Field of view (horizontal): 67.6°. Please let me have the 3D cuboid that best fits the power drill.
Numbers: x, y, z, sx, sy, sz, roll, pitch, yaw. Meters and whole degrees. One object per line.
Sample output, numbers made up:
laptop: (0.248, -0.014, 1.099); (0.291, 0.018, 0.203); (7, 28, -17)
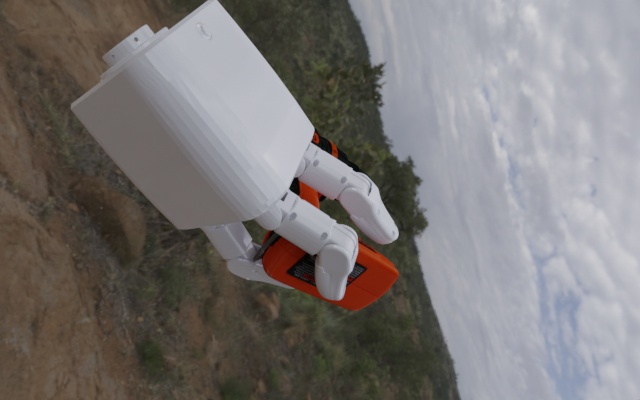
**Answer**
power drill: (0.000, 0.002, 0.415); (0.184, 0.057, 0.187); (28, 26, -34)
